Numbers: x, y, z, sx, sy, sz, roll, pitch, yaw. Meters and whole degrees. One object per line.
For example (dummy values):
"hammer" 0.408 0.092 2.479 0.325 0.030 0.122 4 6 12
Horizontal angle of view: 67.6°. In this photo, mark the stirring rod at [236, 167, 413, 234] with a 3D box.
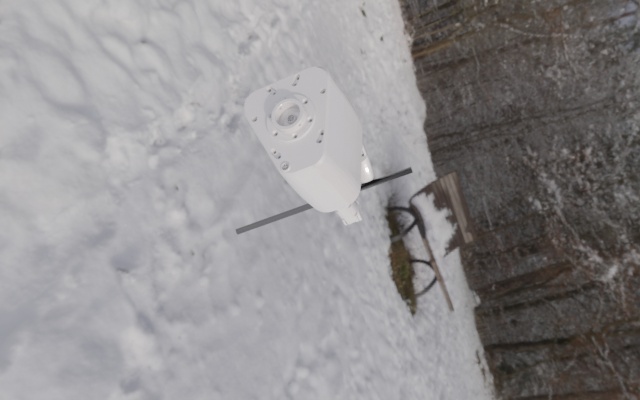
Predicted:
"stirring rod" 0.000 0.002 0.605 0.239 0.011 0.011 -20 -5 13
